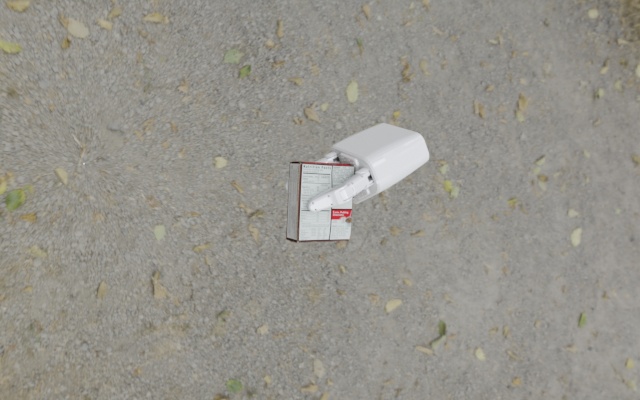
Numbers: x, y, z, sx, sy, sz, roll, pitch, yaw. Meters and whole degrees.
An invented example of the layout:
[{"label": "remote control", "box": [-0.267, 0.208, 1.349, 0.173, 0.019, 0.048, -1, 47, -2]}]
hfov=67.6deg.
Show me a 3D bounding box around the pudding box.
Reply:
[{"label": "pudding box", "box": [0.000, 0.002, 0.676, 0.090, 0.113, 0.039, 1, 2, -29]}]
